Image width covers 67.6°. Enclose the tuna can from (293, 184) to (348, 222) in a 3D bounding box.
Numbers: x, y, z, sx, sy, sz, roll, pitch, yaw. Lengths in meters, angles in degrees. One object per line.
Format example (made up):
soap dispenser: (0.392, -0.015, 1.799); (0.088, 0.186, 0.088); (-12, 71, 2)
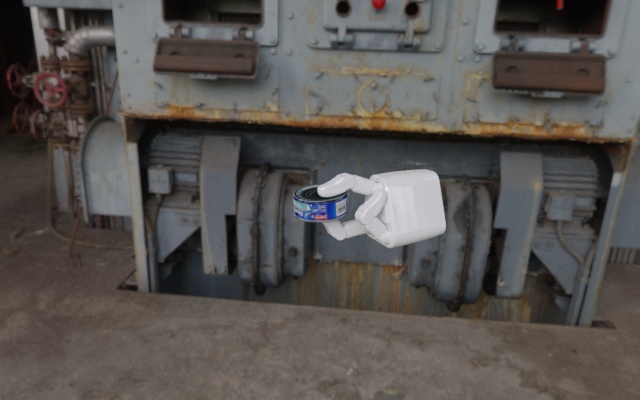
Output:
tuna can: (0.000, 0.002, 0.742); (0.086, 0.034, 0.086); (-3, 21, 1)
